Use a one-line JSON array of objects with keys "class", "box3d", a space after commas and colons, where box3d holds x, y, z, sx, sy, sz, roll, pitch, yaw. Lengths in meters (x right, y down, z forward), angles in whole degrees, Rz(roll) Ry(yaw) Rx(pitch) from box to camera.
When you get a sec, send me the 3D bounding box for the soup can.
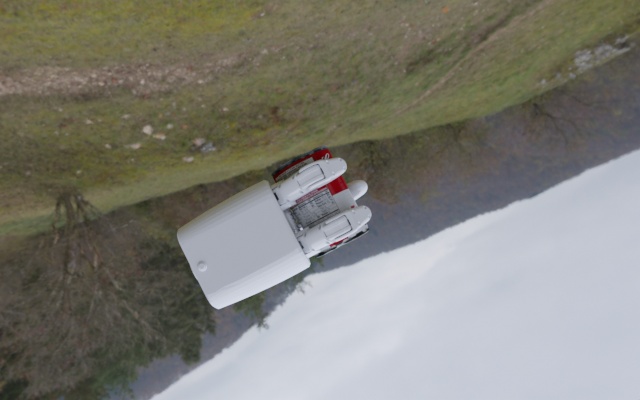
[{"class": "soup can", "box3d": [0.001, 0.002, 0.513, 0.068, 0.102, 0.068, -27, -3, -1]}]
